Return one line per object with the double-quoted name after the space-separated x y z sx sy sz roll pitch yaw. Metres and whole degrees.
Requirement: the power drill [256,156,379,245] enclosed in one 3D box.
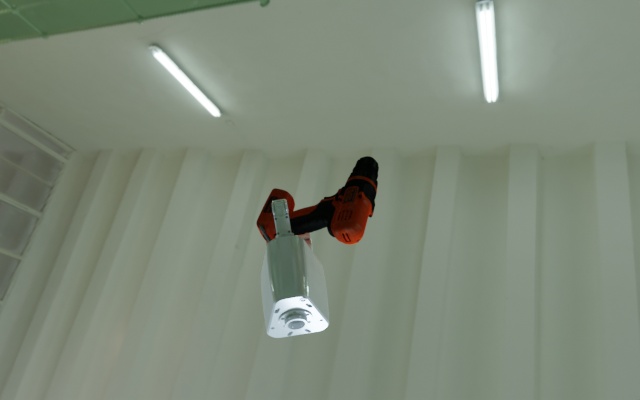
0.000 0.003 0.776 0.187 0.057 0.184 -11 35 27 "power drill"
